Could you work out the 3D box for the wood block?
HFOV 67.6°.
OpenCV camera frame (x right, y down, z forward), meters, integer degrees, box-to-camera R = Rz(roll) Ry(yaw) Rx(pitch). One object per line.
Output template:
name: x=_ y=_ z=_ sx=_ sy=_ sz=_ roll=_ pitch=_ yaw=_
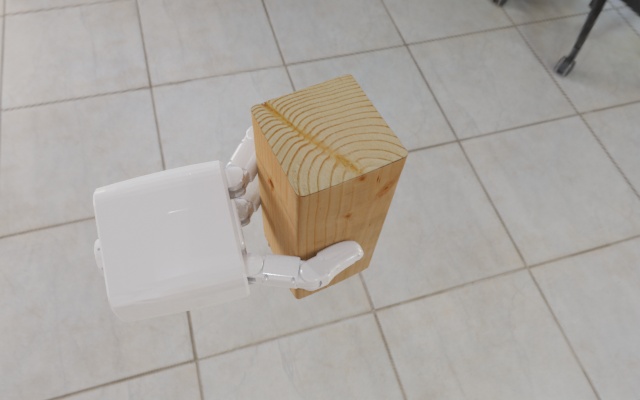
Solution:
wood block: x=0.000 y=0.002 z=0.436 sx=0.090 sy=0.090 sz=0.206 roll=-22 pitch=-27 yaw=-15
